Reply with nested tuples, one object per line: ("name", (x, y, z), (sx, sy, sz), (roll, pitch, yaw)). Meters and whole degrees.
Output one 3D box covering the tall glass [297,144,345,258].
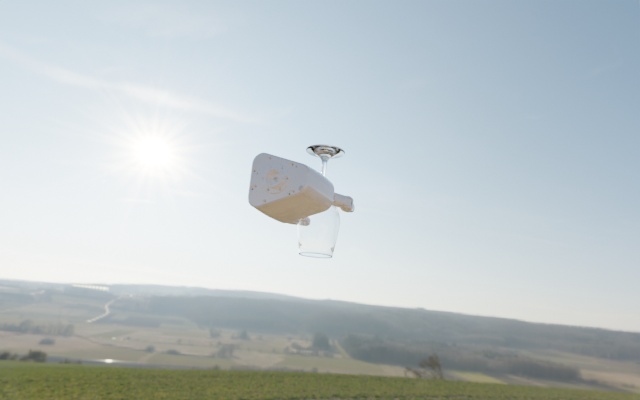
("tall glass", (0.000, 0.002, 0.882), (0.079, 0.201, 0.079), (5, -13, 1))
